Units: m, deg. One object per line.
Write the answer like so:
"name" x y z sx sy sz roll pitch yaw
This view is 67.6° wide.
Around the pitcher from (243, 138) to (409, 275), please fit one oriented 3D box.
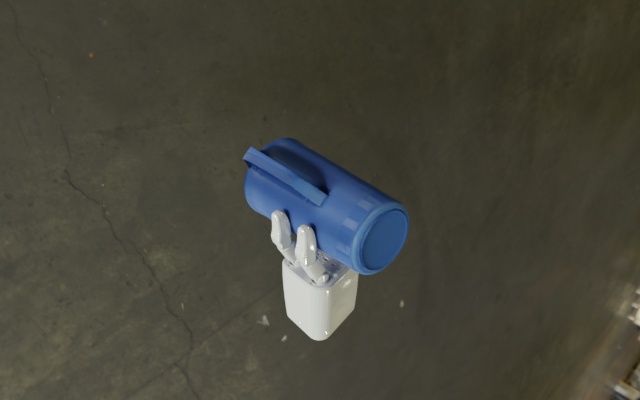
"pitcher" 0.000 0.002 0.689 0.149 0.145 0.242 -20 35 -35
